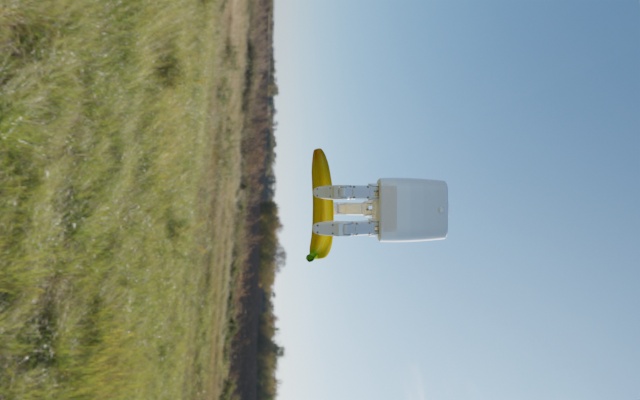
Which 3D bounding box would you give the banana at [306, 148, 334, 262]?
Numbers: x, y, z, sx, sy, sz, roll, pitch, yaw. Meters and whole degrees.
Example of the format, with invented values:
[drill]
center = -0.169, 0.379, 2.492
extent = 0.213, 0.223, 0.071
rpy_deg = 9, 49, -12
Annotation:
[banana]
center = 0.002, 0.013, 0.778
extent = 0.037, 0.197, 0.070
rpy_deg = -2, -25, 7
